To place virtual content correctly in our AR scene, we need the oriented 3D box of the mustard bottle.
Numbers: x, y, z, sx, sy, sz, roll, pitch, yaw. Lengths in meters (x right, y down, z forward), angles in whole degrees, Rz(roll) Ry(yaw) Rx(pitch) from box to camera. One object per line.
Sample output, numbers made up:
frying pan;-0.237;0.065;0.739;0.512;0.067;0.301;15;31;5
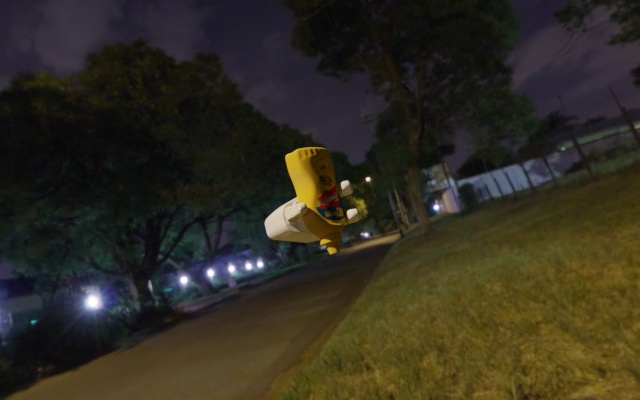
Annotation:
mustard bottle;0.000;0.002;0.857;0.058;0.191;0.096;-21;-10;36
